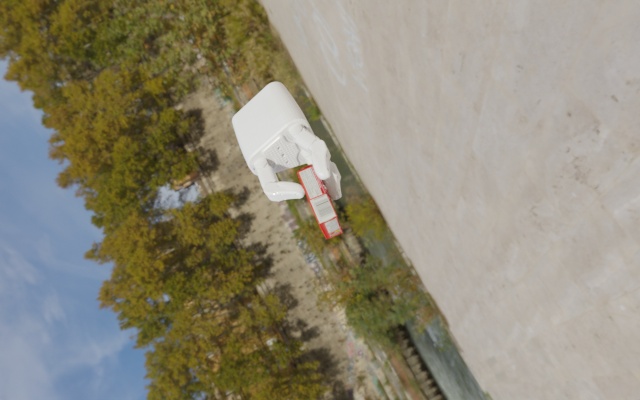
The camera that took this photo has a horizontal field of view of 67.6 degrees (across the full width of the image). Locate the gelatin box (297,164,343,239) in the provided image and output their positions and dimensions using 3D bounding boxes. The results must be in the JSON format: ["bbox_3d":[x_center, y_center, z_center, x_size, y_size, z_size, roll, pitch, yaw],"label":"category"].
[{"bbox_3d":[0.000,0.003,0.682,0.030,0.089,0.073,-23,-23,-1],"label":"gelatin box"}]
